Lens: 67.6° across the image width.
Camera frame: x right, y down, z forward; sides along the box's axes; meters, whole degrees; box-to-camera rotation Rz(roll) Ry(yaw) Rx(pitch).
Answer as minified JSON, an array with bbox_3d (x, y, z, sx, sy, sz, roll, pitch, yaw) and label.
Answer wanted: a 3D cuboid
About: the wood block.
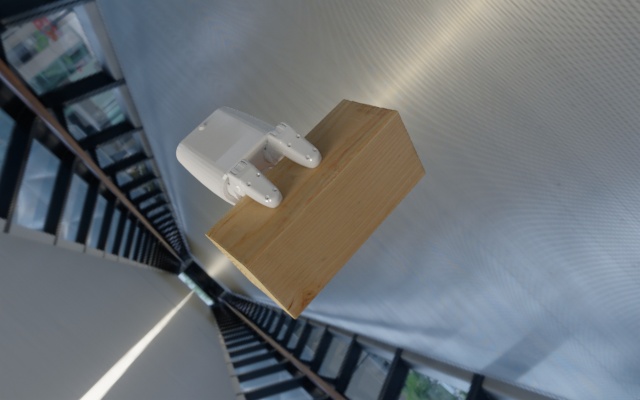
[{"bbox_3d":[0.000,0.002,0.489,0.090,0.206,0.091,26,-23,48],"label":"wood block"}]
